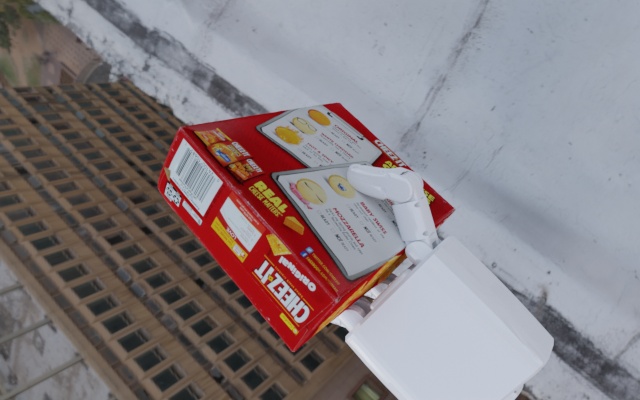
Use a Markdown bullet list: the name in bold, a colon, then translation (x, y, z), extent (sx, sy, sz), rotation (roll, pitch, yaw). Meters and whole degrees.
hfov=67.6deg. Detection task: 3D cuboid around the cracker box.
- **cracker box**: translation (0.000, 0.001, 0.406), extent (0.213, 0.164, 0.072), rotation (-24, -25, -53)
